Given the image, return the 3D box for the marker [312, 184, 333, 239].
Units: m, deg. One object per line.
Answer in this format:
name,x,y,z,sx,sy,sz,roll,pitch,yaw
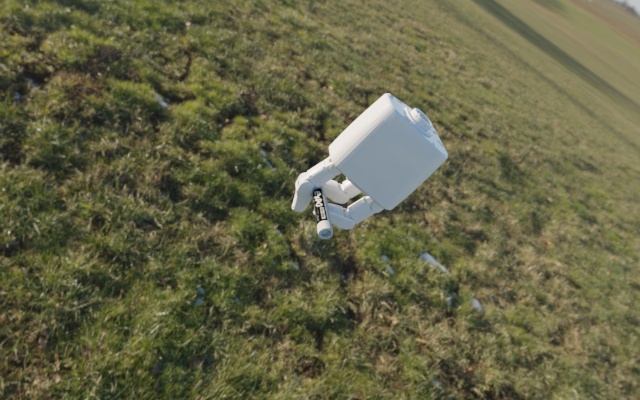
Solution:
marker,0.000,0.002,0.630,0.020,0.020,0.121,0,40,-8
